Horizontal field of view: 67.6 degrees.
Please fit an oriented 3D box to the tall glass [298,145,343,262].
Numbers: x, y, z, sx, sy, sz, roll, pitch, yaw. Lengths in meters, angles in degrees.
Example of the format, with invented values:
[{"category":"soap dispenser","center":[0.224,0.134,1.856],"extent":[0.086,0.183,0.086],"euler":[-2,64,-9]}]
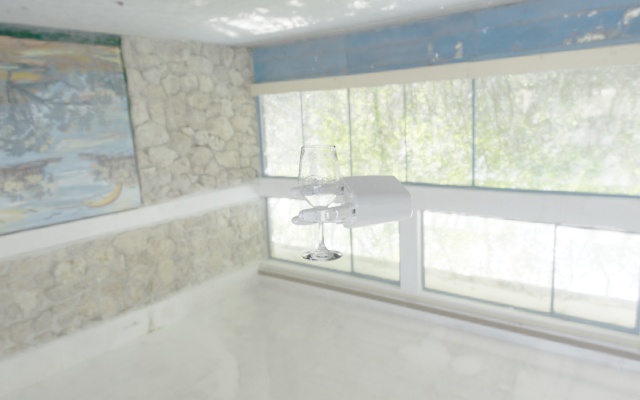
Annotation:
[{"category":"tall glass","center":[0.000,0.003,0.853],"extent":[0.079,0.201,0.079],"euler":[-2,10,0]}]
